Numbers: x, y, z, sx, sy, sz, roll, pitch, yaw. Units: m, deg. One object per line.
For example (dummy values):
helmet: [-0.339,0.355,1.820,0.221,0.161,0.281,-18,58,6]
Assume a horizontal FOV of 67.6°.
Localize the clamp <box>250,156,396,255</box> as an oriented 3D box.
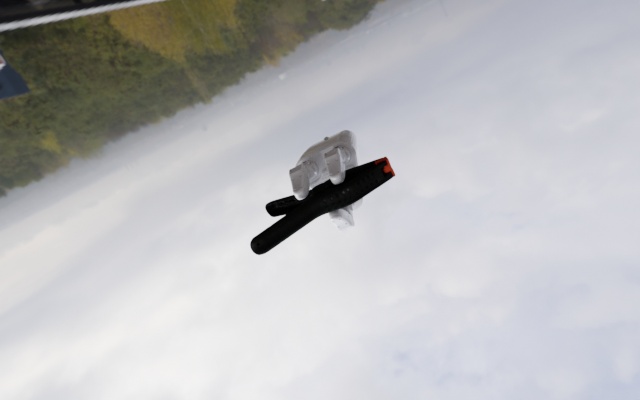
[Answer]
clamp: [0.001,0.003,0.648,0.210,0.036,0.164,-24,17,15]
